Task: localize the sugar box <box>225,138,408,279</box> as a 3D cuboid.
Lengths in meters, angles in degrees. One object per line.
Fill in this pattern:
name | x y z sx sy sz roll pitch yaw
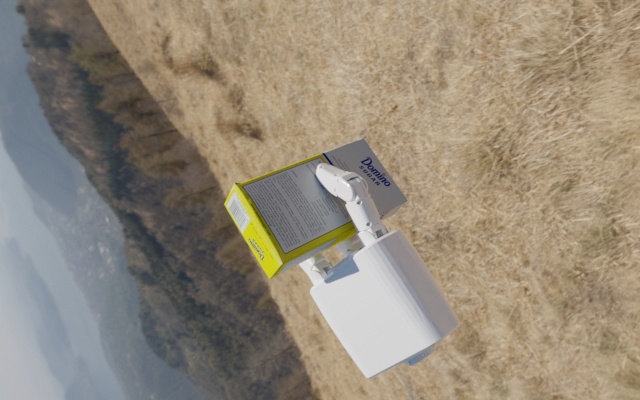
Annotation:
sugar box | 0.000 0.002 0.502 0.176 0.093 0.048 -22 -18 -37
